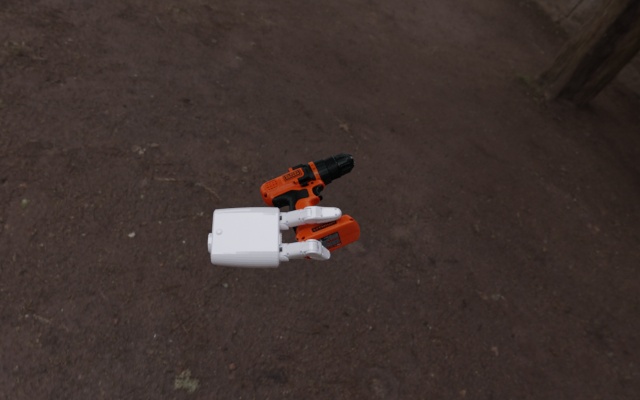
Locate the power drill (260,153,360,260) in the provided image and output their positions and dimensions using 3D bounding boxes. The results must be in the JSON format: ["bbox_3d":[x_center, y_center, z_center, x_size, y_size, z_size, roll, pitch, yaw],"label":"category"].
[{"bbox_3d":[0.000,0.003,0.841,0.184,0.057,0.187,-24,45,-3],"label":"power drill"}]
